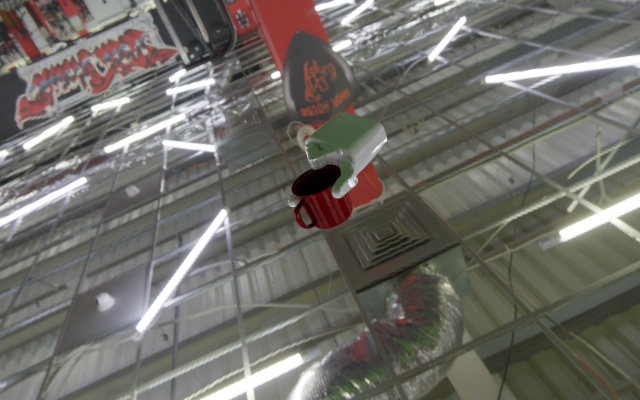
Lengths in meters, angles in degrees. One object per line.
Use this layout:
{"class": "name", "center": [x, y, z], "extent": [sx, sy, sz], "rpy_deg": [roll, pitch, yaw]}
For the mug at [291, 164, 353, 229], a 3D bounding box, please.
{"class": "mug", "center": [-0.001, 0.004, 0.833], "extent": [0.093, 0.081, 0.117], "rpy_deg": [9, 44, 44]}
